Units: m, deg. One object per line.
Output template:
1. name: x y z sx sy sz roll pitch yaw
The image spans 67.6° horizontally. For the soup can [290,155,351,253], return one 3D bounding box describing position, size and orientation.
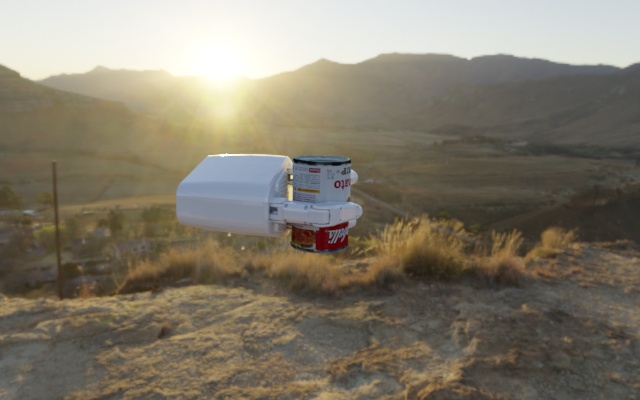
1. soup can: 0.001 0.002 0.547 0.068 0.102 0.068 2 12 0
